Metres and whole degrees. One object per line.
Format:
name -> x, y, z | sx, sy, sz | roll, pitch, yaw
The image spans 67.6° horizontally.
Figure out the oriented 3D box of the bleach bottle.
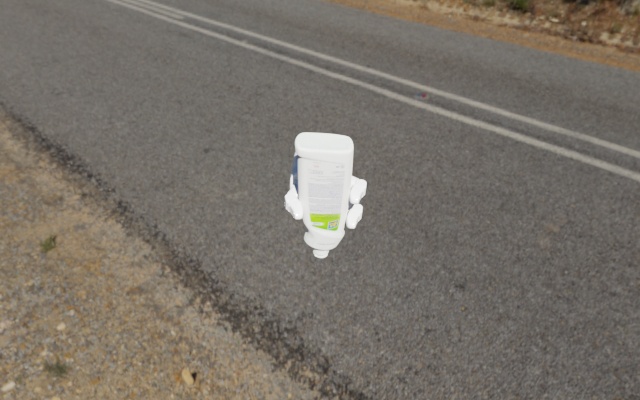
bleach bottle -> 0.000, 0.003, 0.869 | 0.102, 0.251, 0.068 | 4, 36, -1
